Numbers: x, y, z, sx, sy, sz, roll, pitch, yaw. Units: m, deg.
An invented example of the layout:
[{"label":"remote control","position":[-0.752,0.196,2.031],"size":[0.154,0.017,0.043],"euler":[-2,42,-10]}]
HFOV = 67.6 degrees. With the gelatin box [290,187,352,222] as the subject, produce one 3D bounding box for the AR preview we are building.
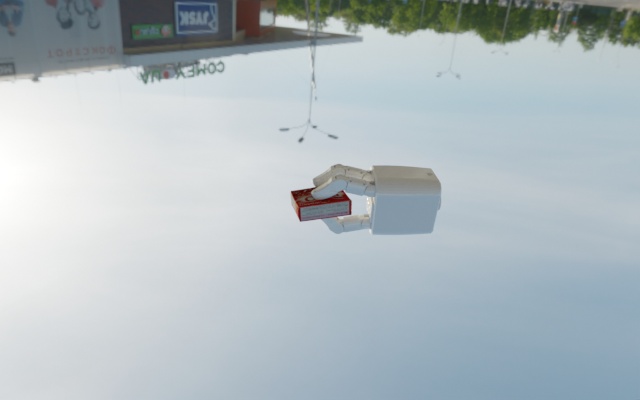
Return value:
[{"label":"gelatin box","position":[0.000,0.003,0.791],"size":[0.089,0.030,0.073],"euler":[-8,24,-11]}]
